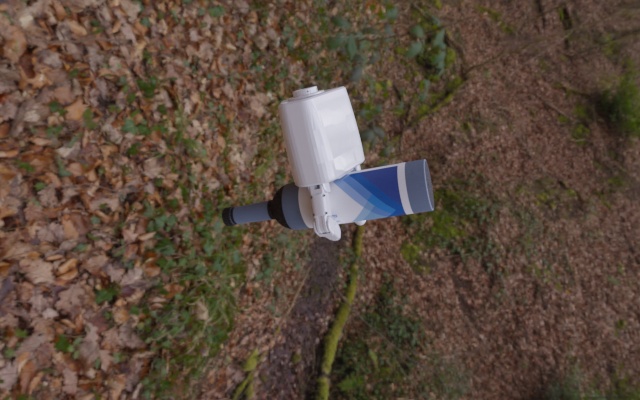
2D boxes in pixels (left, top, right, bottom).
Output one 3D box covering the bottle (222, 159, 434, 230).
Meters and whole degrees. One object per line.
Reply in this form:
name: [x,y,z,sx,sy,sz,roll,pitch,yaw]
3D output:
bottle: [0.000,0.002,0.651,0.296,0.069,0.069,-9,-3,19]
